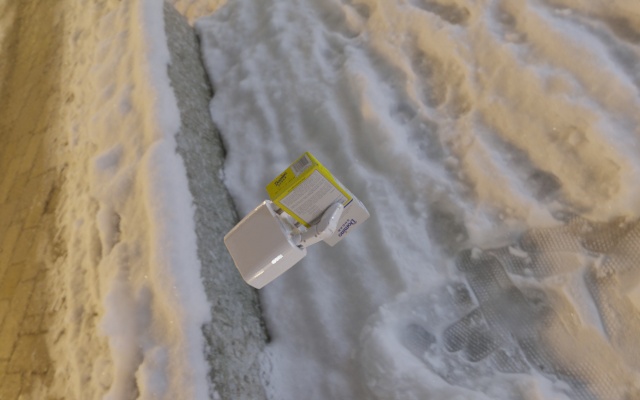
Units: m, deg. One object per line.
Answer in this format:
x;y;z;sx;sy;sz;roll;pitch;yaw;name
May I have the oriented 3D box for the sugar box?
0.000;0.002;0.800;0.093;0.048;0.176;-39;-42;9;sugar box
